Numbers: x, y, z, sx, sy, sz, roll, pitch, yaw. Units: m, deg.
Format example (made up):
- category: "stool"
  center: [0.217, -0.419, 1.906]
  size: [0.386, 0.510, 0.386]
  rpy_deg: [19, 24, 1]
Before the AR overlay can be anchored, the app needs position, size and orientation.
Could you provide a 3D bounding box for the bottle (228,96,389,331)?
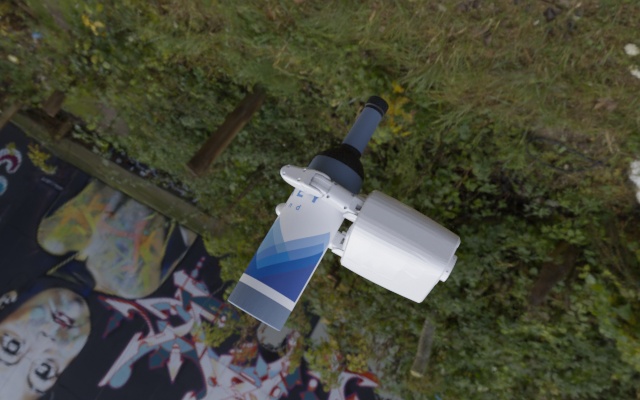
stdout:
- category: "bottle"
  center: [0.000, 0.002, 0.552]
  size: [0.069, 0.295, 0.069]
  rpy_deg: [28, -14, 8]
